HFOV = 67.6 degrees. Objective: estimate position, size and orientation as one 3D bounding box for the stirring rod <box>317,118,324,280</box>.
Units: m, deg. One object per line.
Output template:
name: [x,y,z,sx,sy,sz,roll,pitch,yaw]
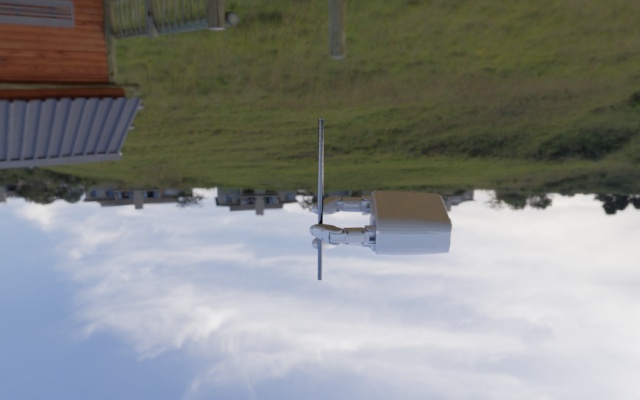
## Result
stirring rod: [0.000,0.002,0.694,0.011,0.239,0.011,0,13,0]
